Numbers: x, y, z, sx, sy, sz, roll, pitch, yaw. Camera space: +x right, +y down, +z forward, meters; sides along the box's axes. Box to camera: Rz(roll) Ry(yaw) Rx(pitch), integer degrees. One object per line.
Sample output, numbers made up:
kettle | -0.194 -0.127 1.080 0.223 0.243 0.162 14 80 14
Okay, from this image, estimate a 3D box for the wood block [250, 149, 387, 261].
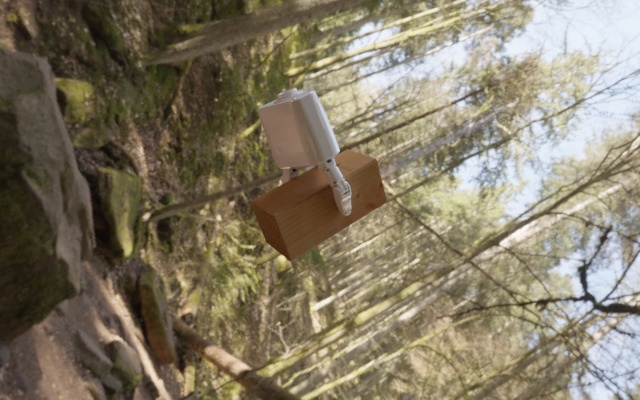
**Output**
wood block | 0.000 0.002 0.814 0.206 0.090 0.090 -30 31 -22
